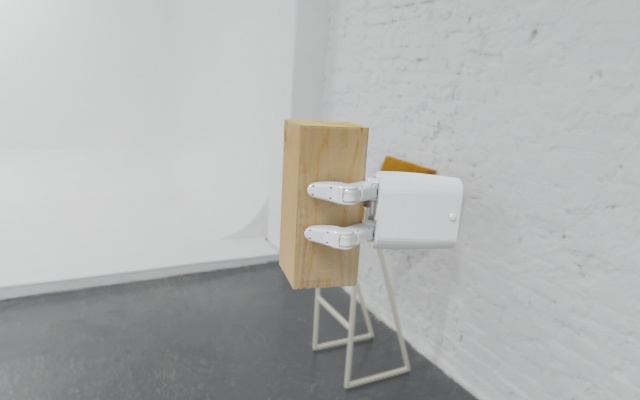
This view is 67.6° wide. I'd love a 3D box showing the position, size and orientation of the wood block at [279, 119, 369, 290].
[{"bbox_3d":[0.000,0.002,0.629,0.090,0.206,0.090,-1,14,-16],"label":"wood block"}]
